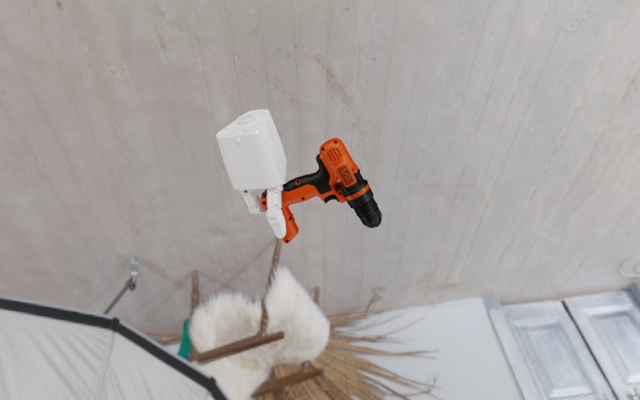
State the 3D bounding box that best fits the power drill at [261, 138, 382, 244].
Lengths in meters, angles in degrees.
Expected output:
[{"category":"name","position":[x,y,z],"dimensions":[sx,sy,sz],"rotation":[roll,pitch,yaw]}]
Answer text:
[{"category":"power drill","position":[0.000,0.003,0.877],"dimensions":[0.187,0.184,0.057],"rotation":[-29,12,7]}]
